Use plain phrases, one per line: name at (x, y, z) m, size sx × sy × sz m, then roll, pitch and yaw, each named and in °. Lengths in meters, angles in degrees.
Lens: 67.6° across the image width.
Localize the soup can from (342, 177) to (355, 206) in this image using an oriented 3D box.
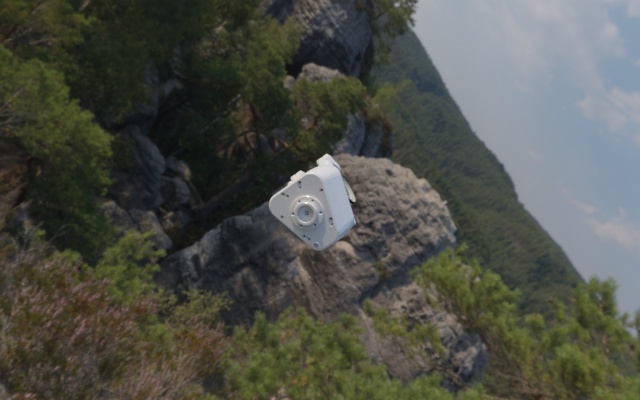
soup can at (0.001, 0.003, 0.820) m, size 0.102 × 0.068 × 0.068 m, roll -34°, pitch -11°, yaw 16°
